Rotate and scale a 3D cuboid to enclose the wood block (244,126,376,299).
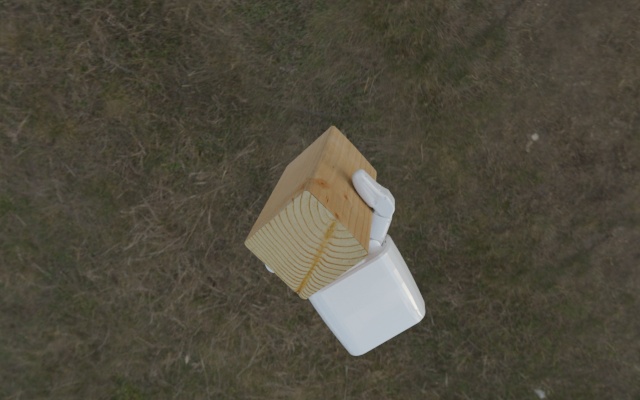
[{"bbox_3d":[0.001,0.002,0.547,0.091,0.090,0.206,-39,14,23],"label":"wood block"}]
